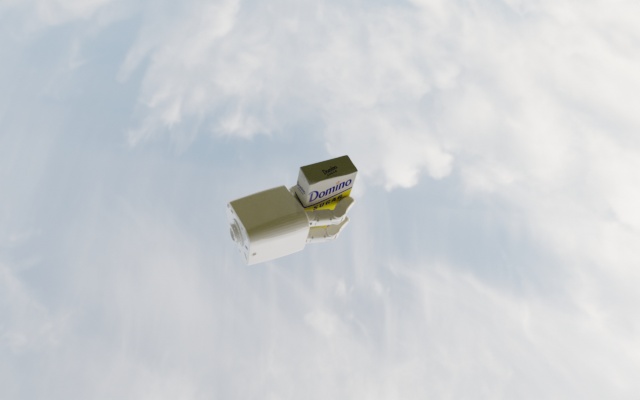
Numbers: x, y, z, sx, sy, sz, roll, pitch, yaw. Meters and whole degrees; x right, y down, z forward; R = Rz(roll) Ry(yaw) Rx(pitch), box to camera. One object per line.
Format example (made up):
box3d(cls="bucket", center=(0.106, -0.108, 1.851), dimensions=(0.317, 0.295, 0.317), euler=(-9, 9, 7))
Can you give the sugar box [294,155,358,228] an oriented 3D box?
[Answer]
box3d(cls="sugar box", center=(0.000, 0.003, 0.837), dimensions=(0.093, 0.048, 0.176), euler=(-17, -31, -23))
